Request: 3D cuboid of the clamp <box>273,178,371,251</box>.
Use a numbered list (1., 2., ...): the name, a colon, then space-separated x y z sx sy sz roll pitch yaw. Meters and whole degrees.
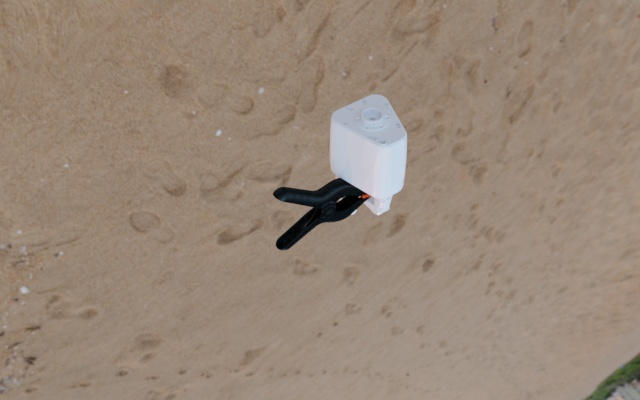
1. clamp: 0.001 0.003 0.733 0.171 0.039 0.120 -28 -35 -18
